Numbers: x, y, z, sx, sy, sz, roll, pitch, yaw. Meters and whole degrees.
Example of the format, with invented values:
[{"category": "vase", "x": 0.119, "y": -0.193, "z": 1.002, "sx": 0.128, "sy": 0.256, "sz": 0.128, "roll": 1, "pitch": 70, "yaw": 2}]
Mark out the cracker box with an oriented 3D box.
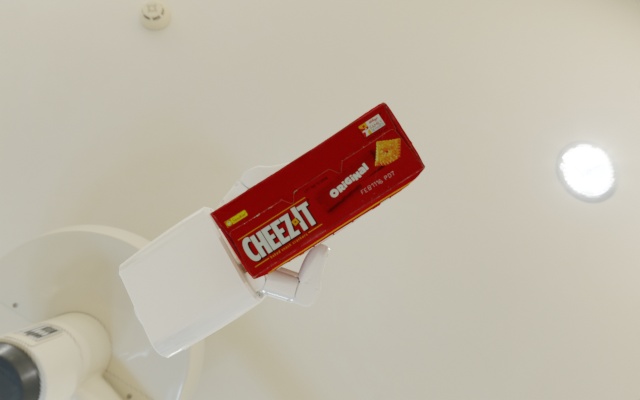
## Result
[{"category": "cracker box", "x": 0.000, "y": 0.001, "z": 0.472, "sx": 0.164, "sy": 0.072, "sz": 0.214, "roll": -33, "pitch": -3, "yaw": -2}]
